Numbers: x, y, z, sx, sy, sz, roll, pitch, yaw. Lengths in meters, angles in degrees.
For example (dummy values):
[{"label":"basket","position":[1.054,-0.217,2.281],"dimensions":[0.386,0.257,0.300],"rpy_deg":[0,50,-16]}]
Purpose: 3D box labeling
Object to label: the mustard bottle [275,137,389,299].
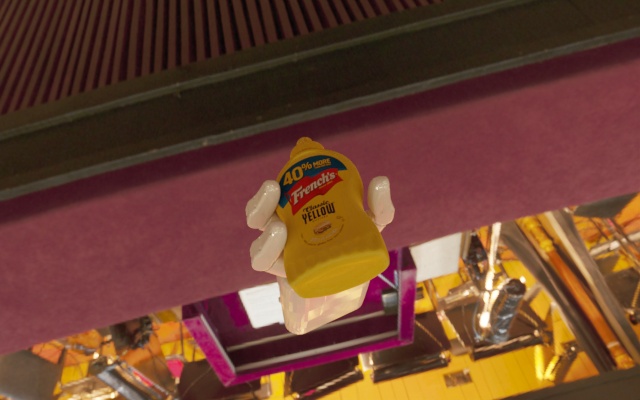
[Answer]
[{"label":"mustard bottle","position":[0.000,0.002,0.498],"dimensions":[0.096,0.191,0.058],"rpy_deg":[-23,-42,9]}]
